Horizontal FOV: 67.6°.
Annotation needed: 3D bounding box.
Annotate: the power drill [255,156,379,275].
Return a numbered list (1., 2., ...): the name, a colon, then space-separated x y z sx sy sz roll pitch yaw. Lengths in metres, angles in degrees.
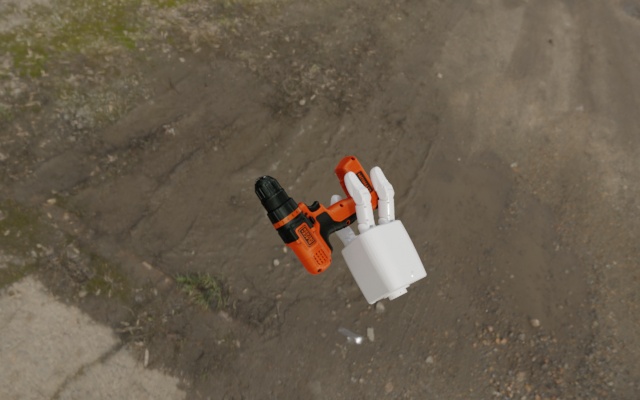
1. power drill: 0.001 0.003 0.807 0.187 0.184 0.057 -37 10 -26
